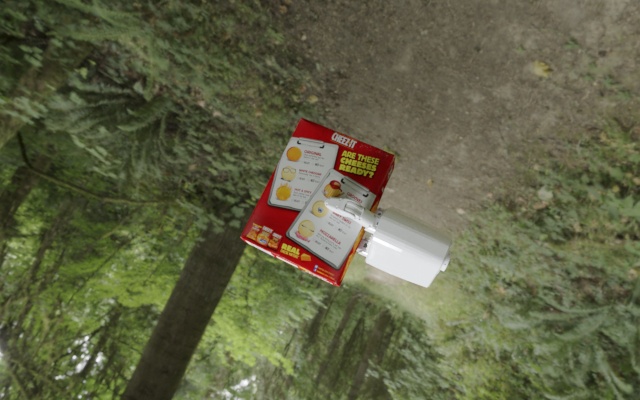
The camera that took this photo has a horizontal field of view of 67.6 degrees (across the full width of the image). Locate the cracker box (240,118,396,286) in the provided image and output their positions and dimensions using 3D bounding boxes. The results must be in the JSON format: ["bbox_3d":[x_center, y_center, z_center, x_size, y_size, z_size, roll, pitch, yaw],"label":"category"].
[{"bbox_3d":[0.000,0.003,0.747,0.164,0.213,0.072,24,-10,12],"label":"cracker box"}]
